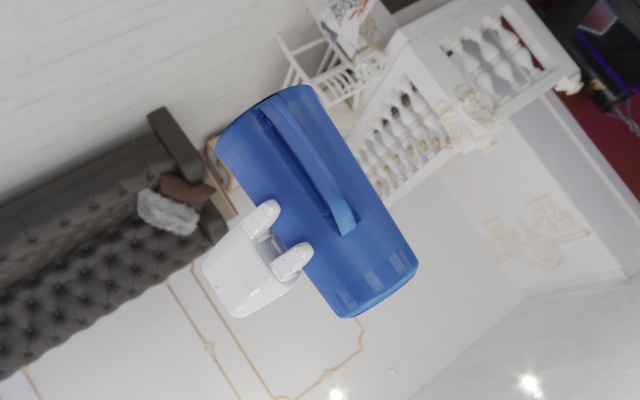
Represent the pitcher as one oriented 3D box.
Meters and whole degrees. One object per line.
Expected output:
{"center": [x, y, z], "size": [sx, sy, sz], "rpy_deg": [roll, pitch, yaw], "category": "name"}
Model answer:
{"center": [0.000, 0.002, 0.523], "size": [0.145, 0.243, 0.149], "rpy_deg": [-39, -8, 35], "category": "pitcher"}
